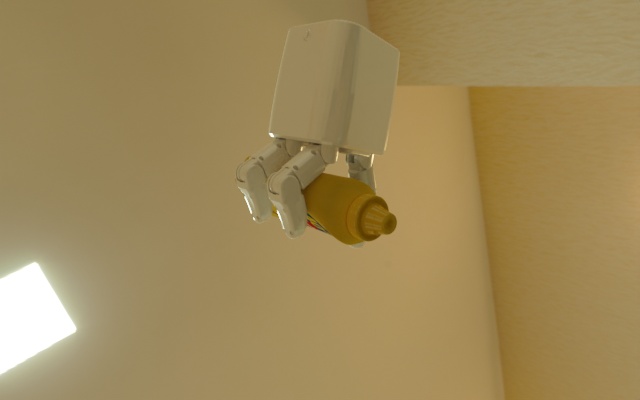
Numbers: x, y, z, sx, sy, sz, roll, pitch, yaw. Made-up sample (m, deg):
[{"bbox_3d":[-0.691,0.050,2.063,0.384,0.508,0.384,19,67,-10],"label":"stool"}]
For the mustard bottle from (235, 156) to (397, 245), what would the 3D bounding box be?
[{"bbox_3d":[0.000,0.002,0.470,0.096,0.058,0.191,37,-13,-38],"label":"mustard bottle"}]
